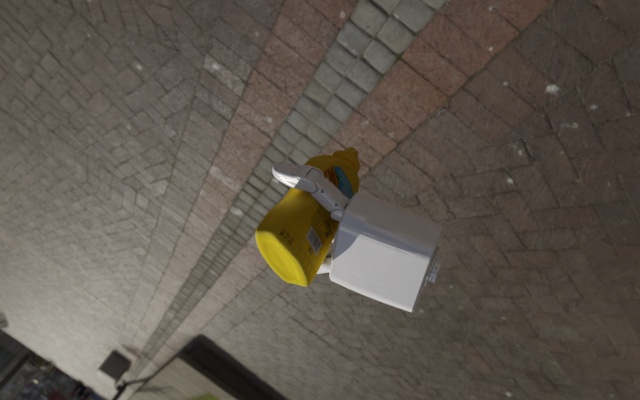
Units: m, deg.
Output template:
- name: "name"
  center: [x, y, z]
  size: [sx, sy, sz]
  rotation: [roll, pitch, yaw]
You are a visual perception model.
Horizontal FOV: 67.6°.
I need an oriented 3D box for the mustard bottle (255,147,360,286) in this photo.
- name: "mustard bottle"
  center: [0.000, 0.002, 0.580]
  size: [0.058, 0.096, 0.191]
  rotation: [4, 47, 36]
